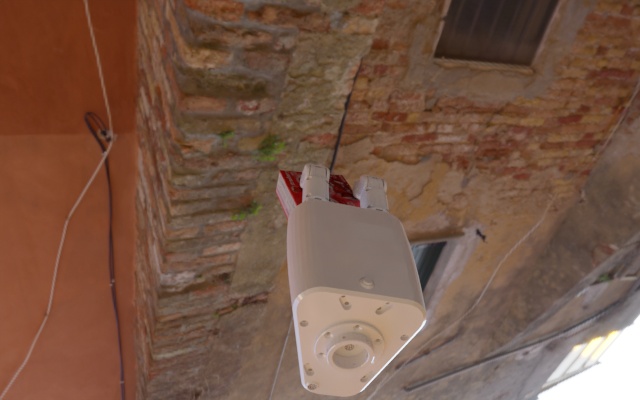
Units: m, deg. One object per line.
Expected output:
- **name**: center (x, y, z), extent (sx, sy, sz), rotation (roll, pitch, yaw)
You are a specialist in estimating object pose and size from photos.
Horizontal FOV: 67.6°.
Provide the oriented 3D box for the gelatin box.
- **gelatin box**: center (0.000, 0.002, 0.486), extent (0.073, 0.030, 0.089), rotation (3, 28, -20)
